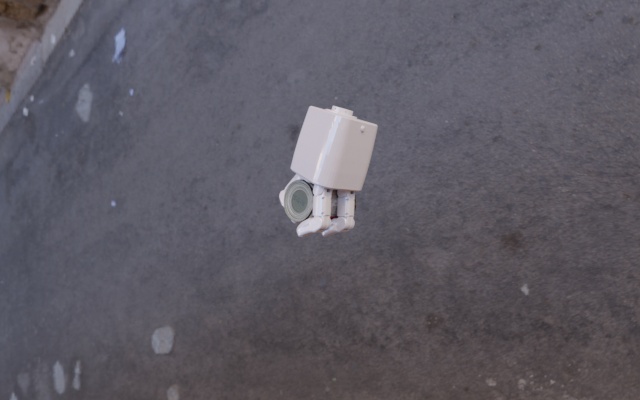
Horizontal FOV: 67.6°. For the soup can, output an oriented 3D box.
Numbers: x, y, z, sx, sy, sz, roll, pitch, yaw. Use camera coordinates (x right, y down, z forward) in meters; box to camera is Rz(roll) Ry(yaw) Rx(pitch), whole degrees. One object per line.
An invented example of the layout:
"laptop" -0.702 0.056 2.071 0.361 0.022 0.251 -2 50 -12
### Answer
"soup can" 0.000 0.003 0.764 0.068 0.068 0.102 0 -2 43
